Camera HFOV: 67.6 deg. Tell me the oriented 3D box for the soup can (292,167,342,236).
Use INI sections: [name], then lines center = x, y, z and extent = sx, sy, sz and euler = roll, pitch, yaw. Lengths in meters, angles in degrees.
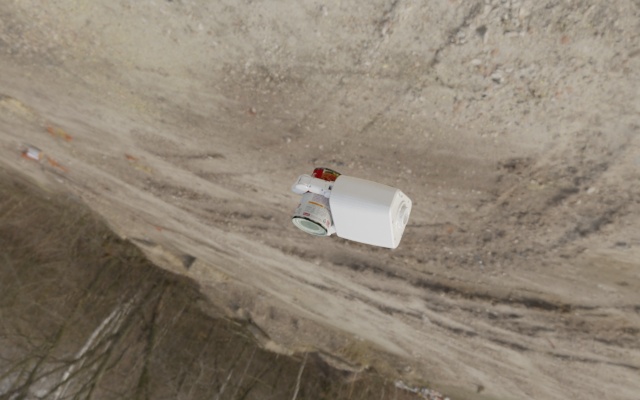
[soup can]
center = 0.000, 0.003, 0.832
extent = 0.068, 0.102, 0.068
euler = 20, -21, 8
